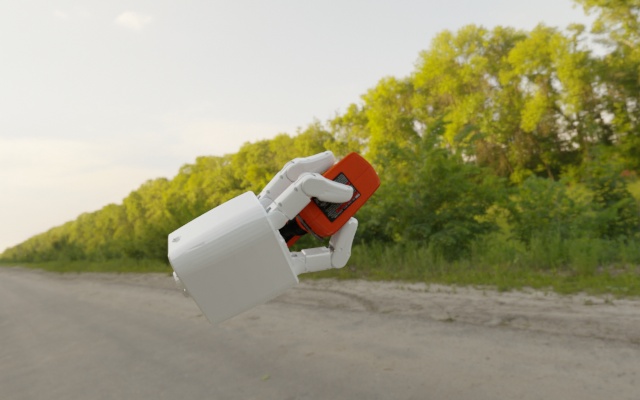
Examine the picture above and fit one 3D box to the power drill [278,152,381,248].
[{"bbox_3d":[0.000,0.002,0.612,0.184,0.057,0.188,-45,5,-25],"label":"power drill"}]
